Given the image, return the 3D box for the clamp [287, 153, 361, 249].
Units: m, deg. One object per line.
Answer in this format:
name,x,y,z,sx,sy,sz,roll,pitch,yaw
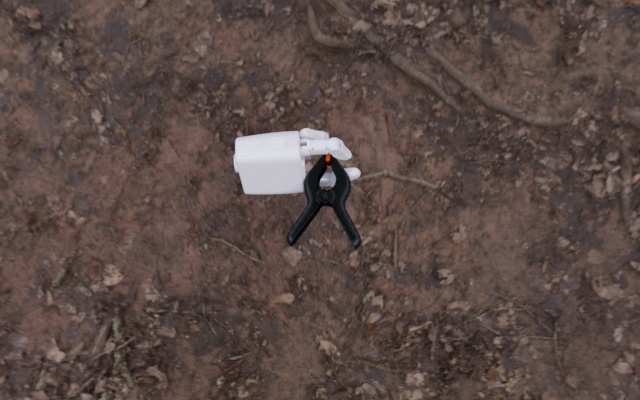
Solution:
clamp,0.000,0.002,0.797,0.120,0.171,0.039,-4,-21,-1
